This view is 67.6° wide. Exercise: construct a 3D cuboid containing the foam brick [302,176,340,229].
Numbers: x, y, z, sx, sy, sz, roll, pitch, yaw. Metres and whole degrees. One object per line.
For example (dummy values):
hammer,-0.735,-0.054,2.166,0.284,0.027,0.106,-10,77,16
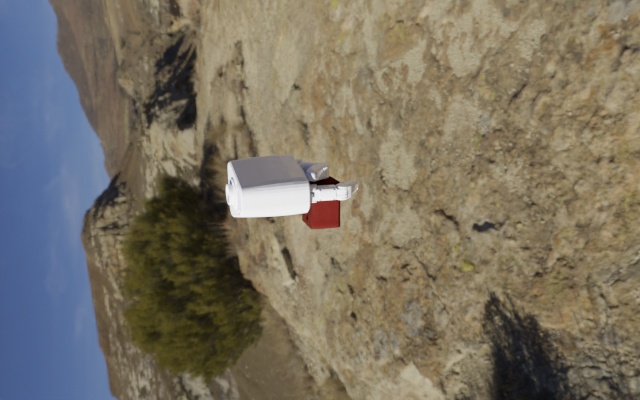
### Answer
foam brick,0.000,0.003,0.786,0.051,0.078,0.053,-6,18,-20
